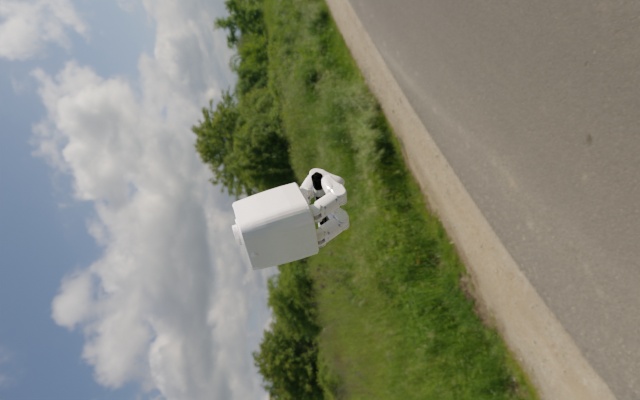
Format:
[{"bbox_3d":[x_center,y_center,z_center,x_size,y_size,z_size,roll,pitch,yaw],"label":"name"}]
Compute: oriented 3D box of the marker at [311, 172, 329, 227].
[{"bbox_3d":[0.000,0.003,0.779,0.020,0.121,0.020,-4,43,4],"label":"marker"}]
